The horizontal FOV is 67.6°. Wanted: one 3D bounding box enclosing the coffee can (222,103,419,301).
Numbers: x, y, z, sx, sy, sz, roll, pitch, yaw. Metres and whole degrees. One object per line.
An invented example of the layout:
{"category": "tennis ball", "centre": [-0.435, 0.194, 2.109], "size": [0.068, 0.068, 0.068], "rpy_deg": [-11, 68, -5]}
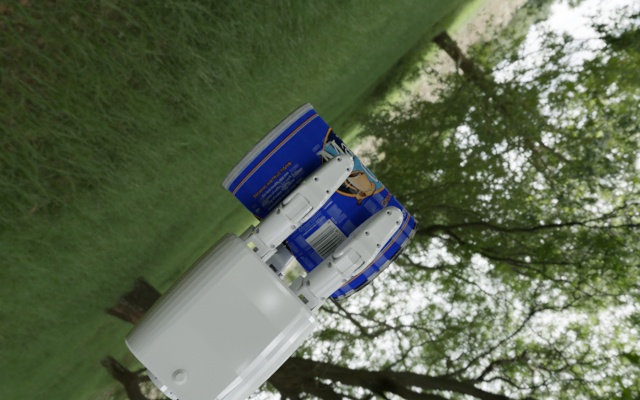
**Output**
{"category": "coffee can", "centre": [0.000, 0.001, 0.417], "size": [0.103, 0.140, 0.103], "rpy_deg": [-43, 4, 4]}
